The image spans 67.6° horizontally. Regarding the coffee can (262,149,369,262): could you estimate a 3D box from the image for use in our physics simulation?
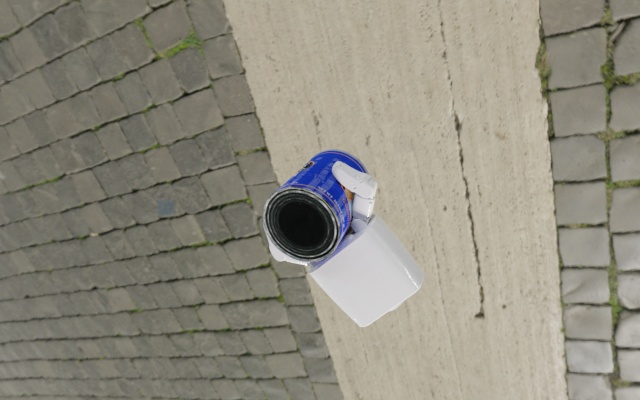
[{"bbox_3d":[0.000,0.002,0.635,0.103,0.103,0.140,0,24,23],"label":"coffee can"}]
